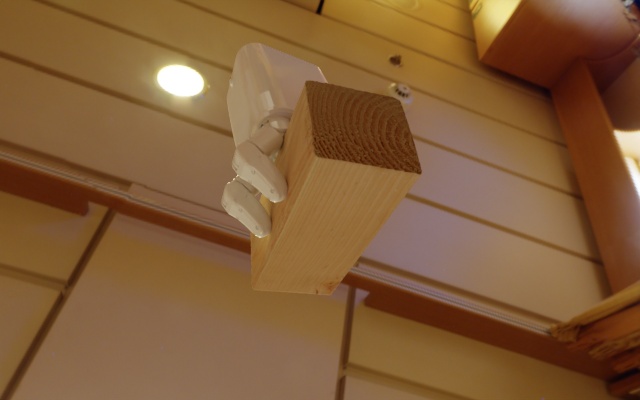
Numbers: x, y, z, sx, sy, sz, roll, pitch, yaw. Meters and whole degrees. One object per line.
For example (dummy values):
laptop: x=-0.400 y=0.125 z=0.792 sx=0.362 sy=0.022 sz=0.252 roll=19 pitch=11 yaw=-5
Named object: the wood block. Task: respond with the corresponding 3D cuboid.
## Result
wood block: x=0.000 y=0.001 z=0.454 sx=0.091 sy=0.090 sz=0.206 roll=7 pitch=-39 yaw=-19
